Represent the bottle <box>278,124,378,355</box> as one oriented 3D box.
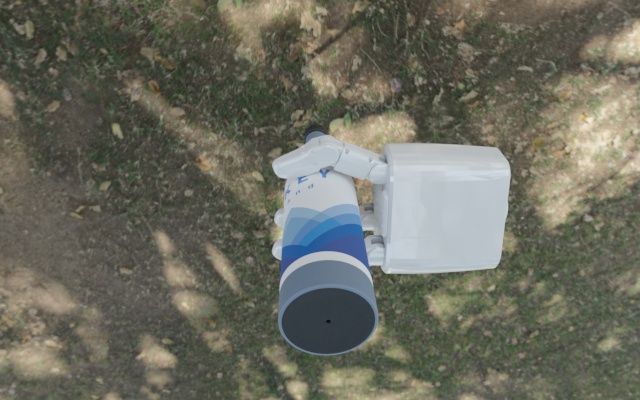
[{"bbox_3d":[0.000,0.002,0.438,0.069,0.069,0.295,0,33,-2],"label":"bottle"}]
